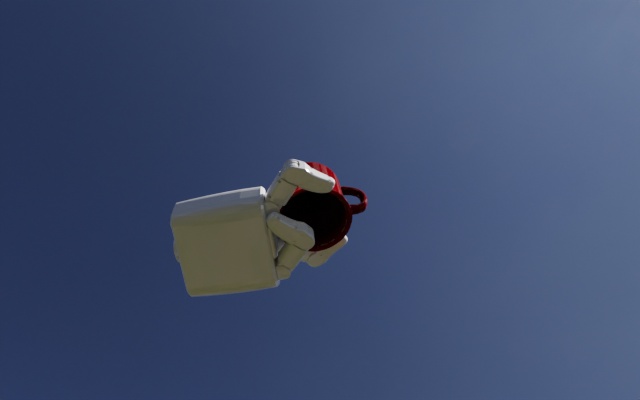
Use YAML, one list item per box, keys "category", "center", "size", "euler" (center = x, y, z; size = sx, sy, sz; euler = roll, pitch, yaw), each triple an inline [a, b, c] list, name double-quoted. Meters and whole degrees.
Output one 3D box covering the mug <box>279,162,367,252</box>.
- category: "mug"
  center: [0.002, 0.002, 0.603]
  size: [0.117, 0.093, 0.081]
  euler: [-8, 31, -2]
